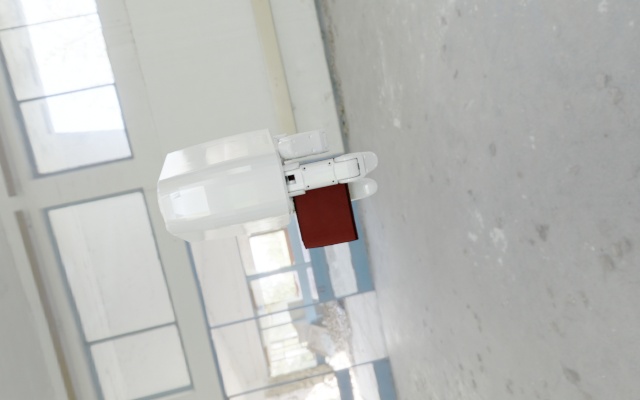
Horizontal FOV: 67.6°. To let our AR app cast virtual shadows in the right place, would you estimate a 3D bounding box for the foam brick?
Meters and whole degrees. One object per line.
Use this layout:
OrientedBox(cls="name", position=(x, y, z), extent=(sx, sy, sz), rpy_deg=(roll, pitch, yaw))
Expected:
OrientedBox(cls="foam brick", position=(0.000, 0.002, 0.459), extent=(0.051, 0.078, 0.053), rpy_deg=(-13, 8, -7))
